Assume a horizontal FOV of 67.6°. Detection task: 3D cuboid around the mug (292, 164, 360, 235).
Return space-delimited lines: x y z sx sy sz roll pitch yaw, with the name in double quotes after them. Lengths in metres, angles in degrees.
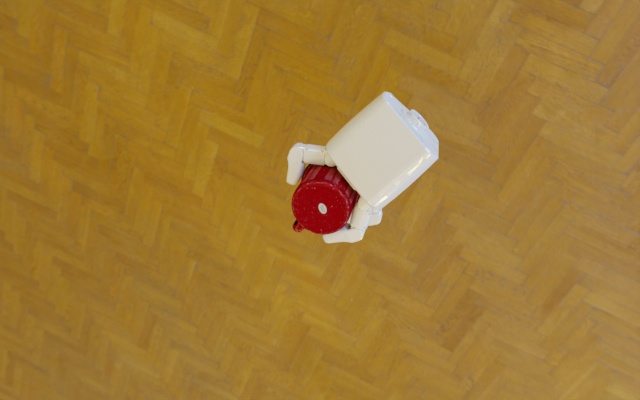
-0.001 0.003 0.668 0.117 0.093 0.081 -42 9 26 "mug"
